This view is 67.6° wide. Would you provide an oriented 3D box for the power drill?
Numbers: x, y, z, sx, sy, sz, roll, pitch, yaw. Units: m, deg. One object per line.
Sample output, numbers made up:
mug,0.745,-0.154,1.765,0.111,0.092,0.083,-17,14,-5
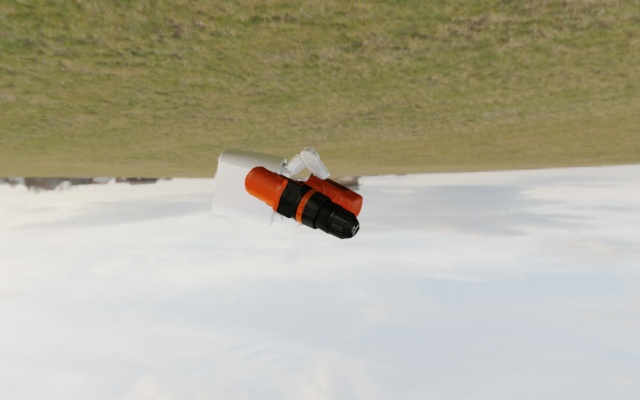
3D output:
power drill,0.000,0.002,0.732,0.184,0.057,0.187,28,10,21
